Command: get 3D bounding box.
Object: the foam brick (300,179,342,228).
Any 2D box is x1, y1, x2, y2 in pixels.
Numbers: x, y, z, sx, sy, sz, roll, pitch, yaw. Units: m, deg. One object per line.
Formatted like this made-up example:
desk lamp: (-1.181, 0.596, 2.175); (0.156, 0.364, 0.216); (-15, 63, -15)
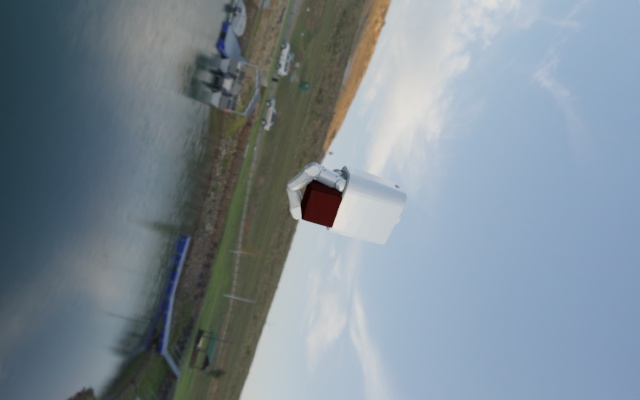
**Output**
foam brick: (0.000, 0.003, 0.763); (0.051, 0.053, 0.078); (17, 15, -8)
